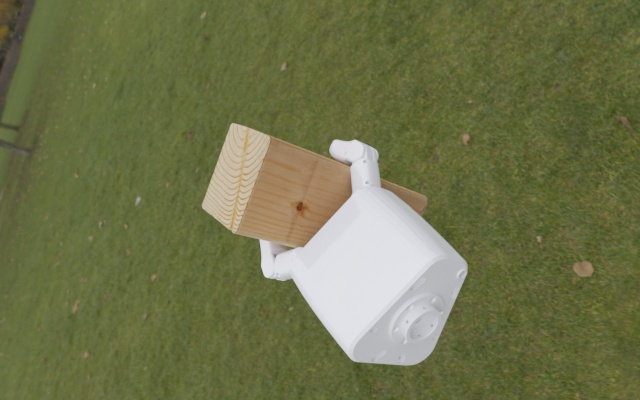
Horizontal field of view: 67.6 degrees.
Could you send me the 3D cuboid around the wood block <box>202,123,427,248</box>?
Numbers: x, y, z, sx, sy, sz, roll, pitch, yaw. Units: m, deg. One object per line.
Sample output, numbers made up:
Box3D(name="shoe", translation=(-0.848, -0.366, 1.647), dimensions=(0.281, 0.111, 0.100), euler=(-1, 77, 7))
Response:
Box3D(name="wood block", translation=(0.000, 0.001, 0.494), dimensions=(0.206, 0.091, 0.090), euler=(18, 5, -36))
